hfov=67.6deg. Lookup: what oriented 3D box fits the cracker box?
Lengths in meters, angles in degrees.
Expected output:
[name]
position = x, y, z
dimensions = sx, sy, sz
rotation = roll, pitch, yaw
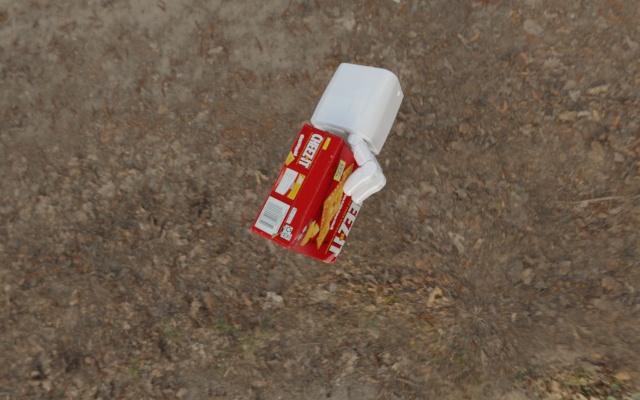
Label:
[cracker box]
position = 0.000, 0.002, 0.722
dimensions = 0.072, 0.164, 0.214
rotation = 25, -4, 22
